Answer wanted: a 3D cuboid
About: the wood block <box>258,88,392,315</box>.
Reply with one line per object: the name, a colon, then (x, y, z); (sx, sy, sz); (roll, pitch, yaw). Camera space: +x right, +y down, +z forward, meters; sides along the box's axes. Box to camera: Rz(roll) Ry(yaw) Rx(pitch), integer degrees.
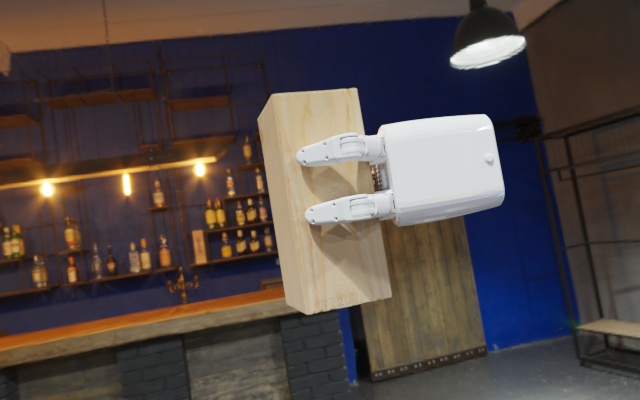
wood block: (0.000, 0.001, 0.491); (0.090, 0.206, 0.091); (-8, -4, -16)
